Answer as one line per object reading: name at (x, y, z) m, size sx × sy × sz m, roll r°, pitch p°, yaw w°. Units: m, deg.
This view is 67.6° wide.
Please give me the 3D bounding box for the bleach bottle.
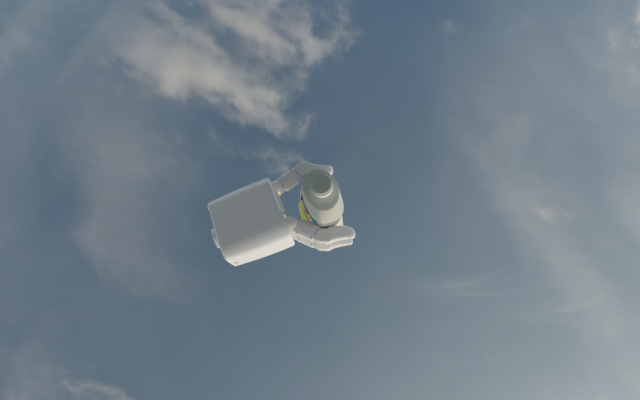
bleach bottle at (0.000, 0.003, 0.766) m, size 0.068 × 0.102 × 0.251 m, roll -21°, pitch -15°, yaw -4°
